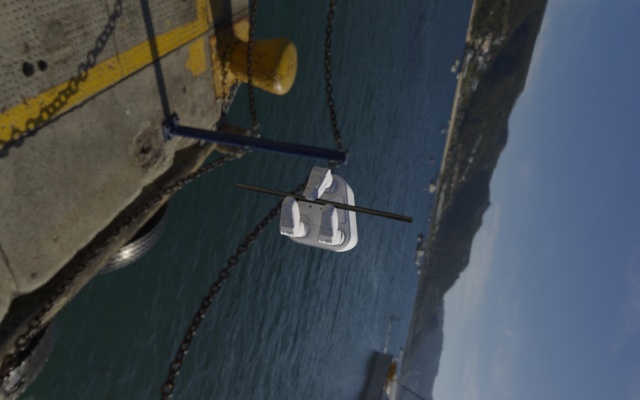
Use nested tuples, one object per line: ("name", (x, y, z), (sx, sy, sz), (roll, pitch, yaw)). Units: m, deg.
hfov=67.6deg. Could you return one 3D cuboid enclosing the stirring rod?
("stirring rod", (0.000, 0.002, 0.625), (0.239, 0.011, 0.011), (11, 3, 13))
